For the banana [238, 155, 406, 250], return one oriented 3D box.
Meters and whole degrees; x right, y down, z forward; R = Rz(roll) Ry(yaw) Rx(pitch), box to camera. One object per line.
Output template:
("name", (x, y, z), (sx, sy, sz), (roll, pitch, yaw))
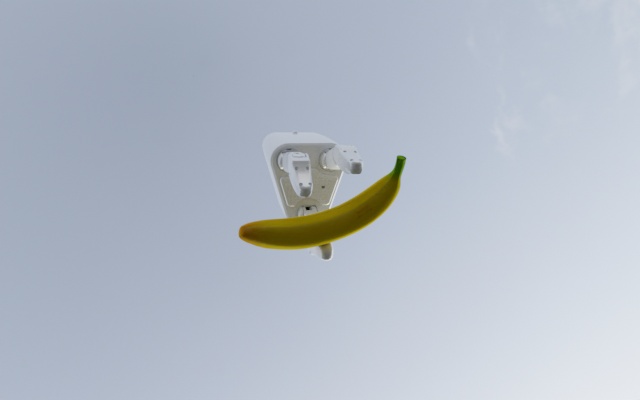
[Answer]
("banana", (0.010, 0.016, 0.530), (0.198, 0.070, 0.037), (-25, 26, -5))
